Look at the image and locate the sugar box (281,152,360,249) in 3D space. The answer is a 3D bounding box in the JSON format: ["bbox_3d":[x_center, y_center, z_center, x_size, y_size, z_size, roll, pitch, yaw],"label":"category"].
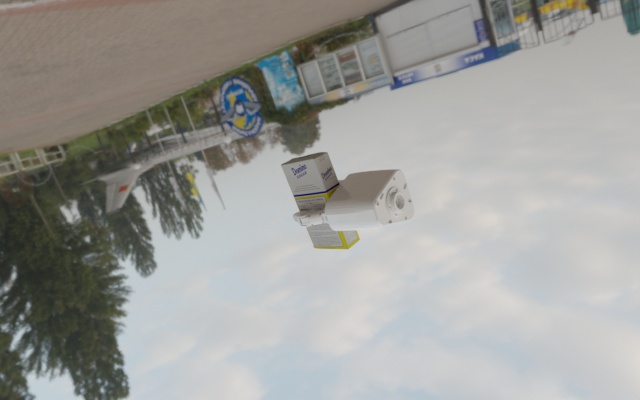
[{"bbox_3d":[0.001,0.003,0.871,0.093,0.176,0.048,-5,19,46],"label":"sugar box"}]
